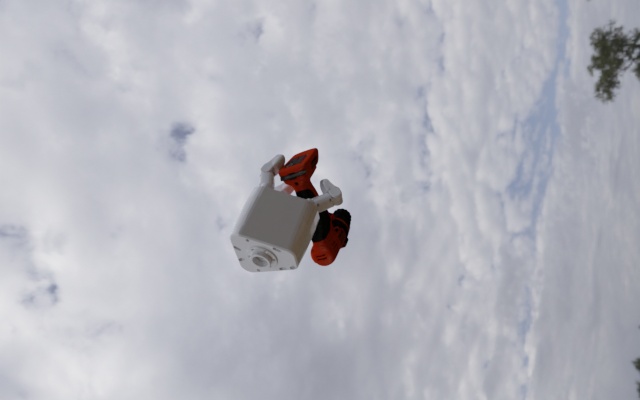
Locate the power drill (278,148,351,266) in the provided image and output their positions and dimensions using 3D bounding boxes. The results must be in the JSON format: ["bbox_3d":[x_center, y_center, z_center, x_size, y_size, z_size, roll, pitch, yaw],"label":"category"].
[{"bbox_3d":[0.000,0.003,0.873,0.057,0.188,0.184,-19,17,20],"label":"power drill"}]
